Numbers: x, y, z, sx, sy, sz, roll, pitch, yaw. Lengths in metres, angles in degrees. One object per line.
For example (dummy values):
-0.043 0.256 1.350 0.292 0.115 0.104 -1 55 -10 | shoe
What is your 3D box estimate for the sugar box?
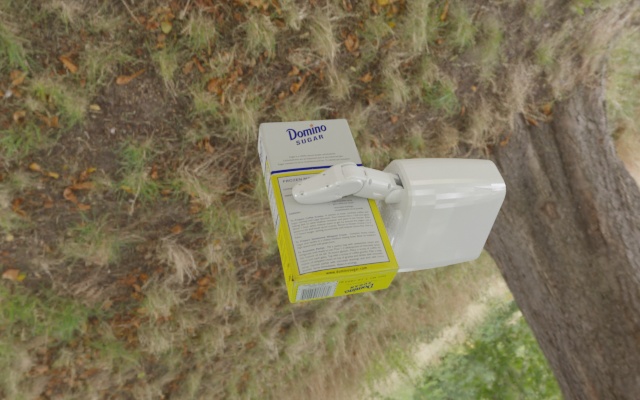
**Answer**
0.000 0.002 0.449 0.093 0.176 0.048 -5 -37 -15 | sugar box
